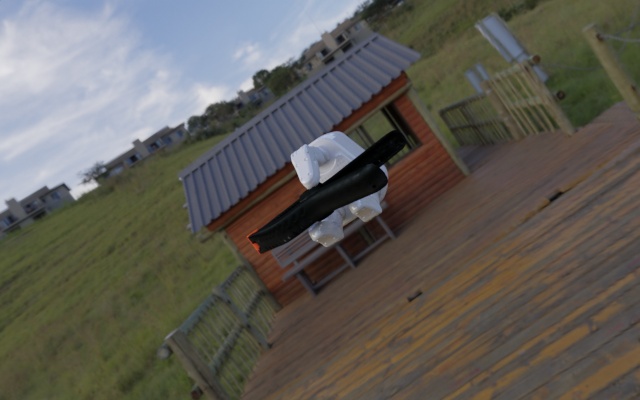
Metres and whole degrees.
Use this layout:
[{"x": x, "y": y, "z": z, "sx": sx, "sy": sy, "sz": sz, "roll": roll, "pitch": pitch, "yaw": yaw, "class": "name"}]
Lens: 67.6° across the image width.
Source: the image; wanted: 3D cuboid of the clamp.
[{"x": -0.001, "y": 0.001, "z": 0.511, "sx": 0.210, "sy": 0.036, "sz": 0.164, "roll": -35, "pitch": 6, "yaw": 18, "class": "clamp"}]
